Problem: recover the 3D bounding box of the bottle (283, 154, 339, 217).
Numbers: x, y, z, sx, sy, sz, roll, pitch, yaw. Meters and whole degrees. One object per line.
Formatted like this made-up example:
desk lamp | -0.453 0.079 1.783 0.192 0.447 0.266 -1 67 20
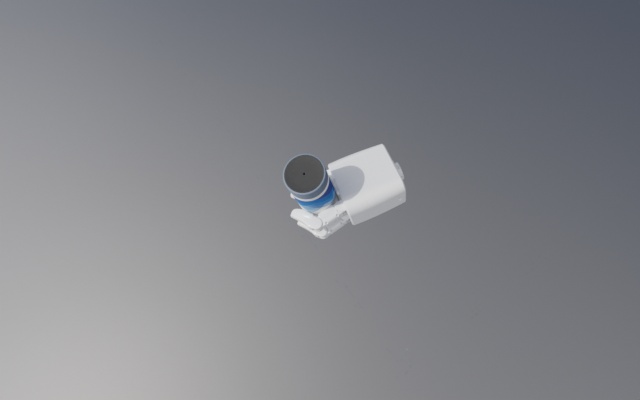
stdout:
bottle | 0.000 0.003 0.857 0.069 0.069 0.296 0 -17 10
